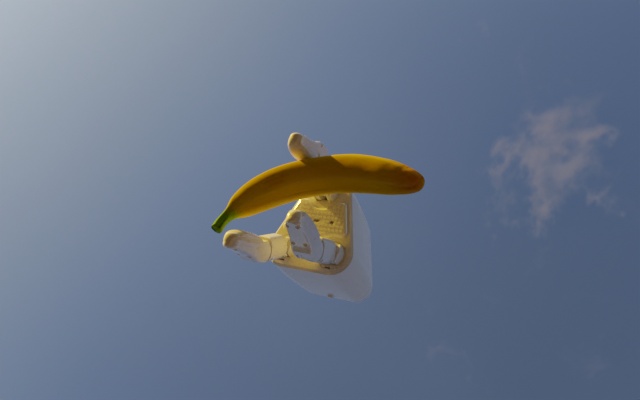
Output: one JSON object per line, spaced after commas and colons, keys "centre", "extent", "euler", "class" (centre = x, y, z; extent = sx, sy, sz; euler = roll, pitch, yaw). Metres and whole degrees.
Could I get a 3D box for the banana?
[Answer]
{"centre": [-0.004, -0.012, 0.450], "extent": [0.198, 0.069, 0.037], "euler": [-14, -40, 12], "class": "banana"}
